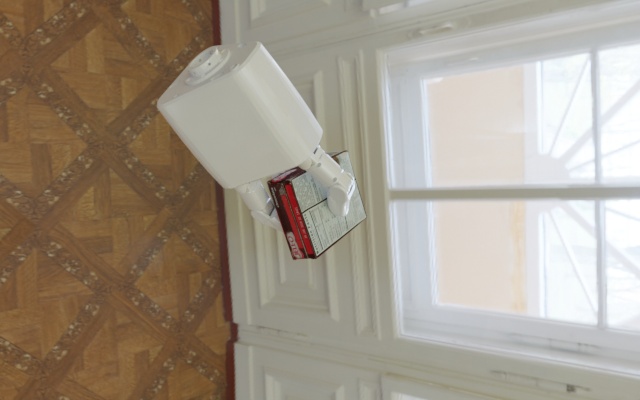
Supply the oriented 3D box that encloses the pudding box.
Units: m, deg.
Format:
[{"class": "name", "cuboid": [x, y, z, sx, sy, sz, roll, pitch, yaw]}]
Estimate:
[{"class": "pudding box", "cuboid": [0.000, 0.002, 0.527, 0.039, 0.090, 0.113, -5, 18, 40]}]
